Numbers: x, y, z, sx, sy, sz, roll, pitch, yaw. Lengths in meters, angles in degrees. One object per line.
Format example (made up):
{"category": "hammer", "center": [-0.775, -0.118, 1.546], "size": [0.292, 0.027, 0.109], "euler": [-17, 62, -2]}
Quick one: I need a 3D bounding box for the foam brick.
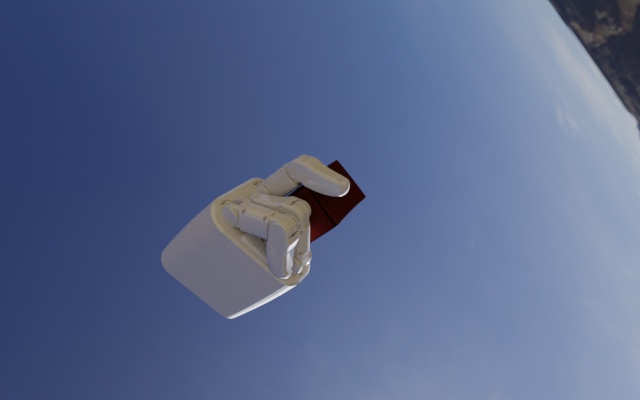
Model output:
{"category": "foam brick", "center": [0.000, 0.002, 0.491], "size": [0.051, 0.053, 0.078], "euler": [-36, 2, 34]}
